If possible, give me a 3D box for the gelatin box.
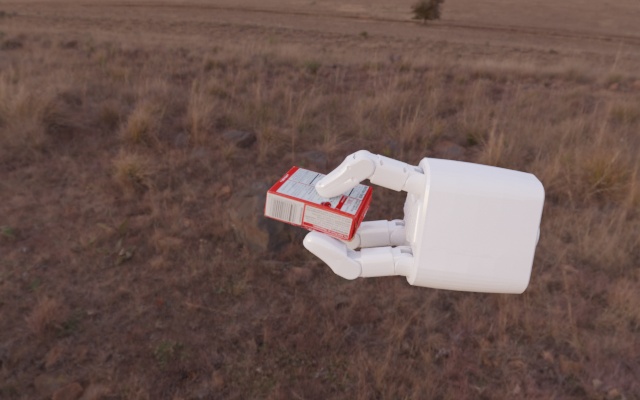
[{"bbox_3d":[0.000,0.001,0.466,0.089,0.030,0.073,16,27,10],"label":"gelatin box"}]
